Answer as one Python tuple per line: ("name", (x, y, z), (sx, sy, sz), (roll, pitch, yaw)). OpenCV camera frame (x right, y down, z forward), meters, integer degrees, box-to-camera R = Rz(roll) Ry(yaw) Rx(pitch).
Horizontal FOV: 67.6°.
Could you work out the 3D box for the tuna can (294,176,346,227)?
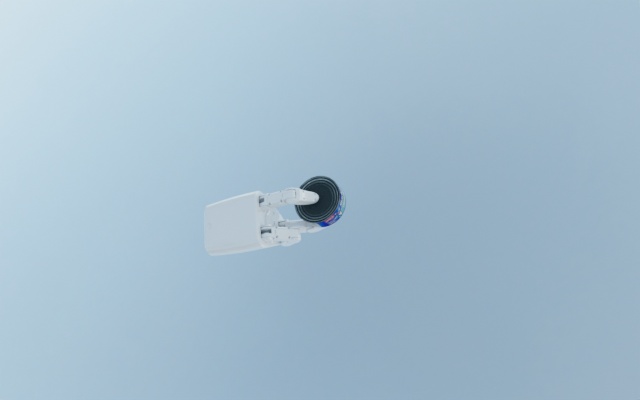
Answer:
("tuna can", (0.000, 0.003, 0.826), (0.086, 0.086, 0.034), (0, -19, 26))
